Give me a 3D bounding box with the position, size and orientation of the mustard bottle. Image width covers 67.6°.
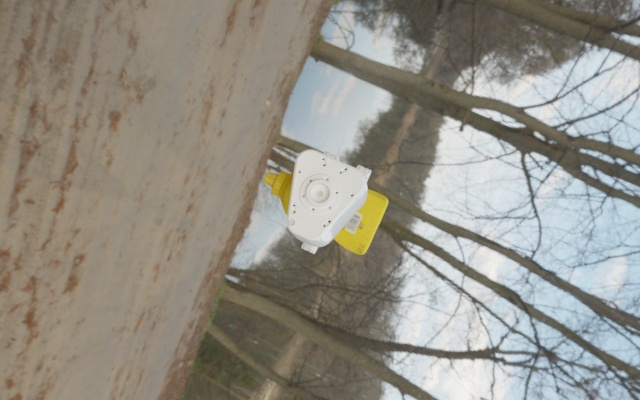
[{"bbox_3d":[0.000,0.003,0.739,0.191,0.096,0.058,24,17,7],"label":"mustard bottle"}]
